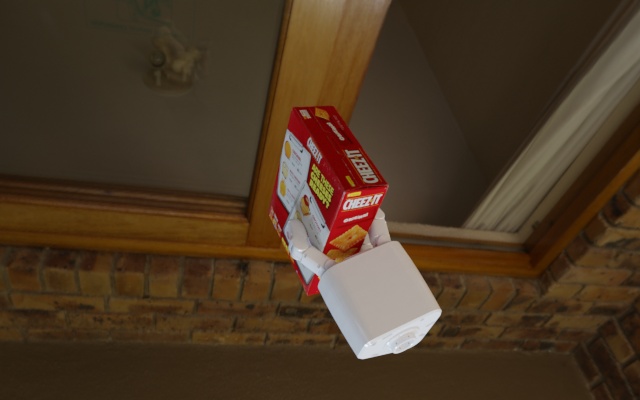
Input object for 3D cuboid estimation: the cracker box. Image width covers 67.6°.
[{"bbox_3d":[0.000,0.002,0.665,0.072,0.164,0.214,-9,-40,-26],"label":"cracker box"}]
